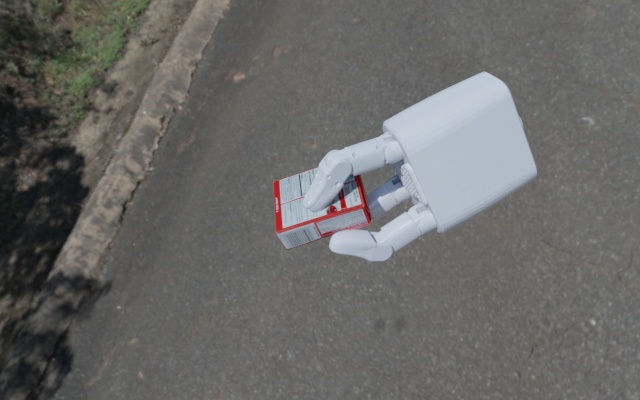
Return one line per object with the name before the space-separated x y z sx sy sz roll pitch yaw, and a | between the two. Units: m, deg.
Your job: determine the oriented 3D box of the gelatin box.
gelatin box | 0.000 0.001 0.464 0.089 0.073 0.030 -18 -46 8
